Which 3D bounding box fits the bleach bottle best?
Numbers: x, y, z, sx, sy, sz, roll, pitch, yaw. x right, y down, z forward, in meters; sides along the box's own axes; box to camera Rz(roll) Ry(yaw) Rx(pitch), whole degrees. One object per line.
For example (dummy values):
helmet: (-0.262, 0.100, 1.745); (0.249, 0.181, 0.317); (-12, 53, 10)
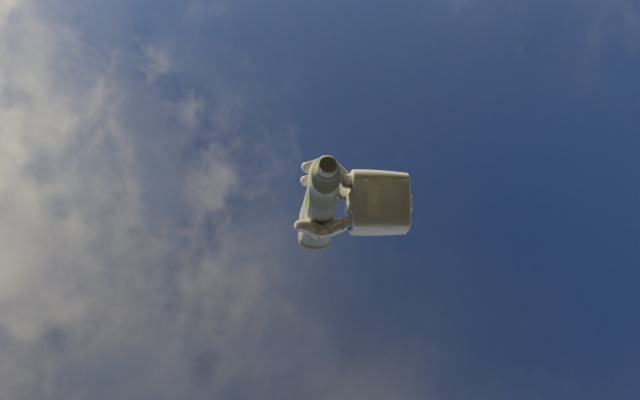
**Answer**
bleach bottle: (0.000, 0.003, 0.856); (0.068, 0.102, 0.251); (3, -25, -5)
